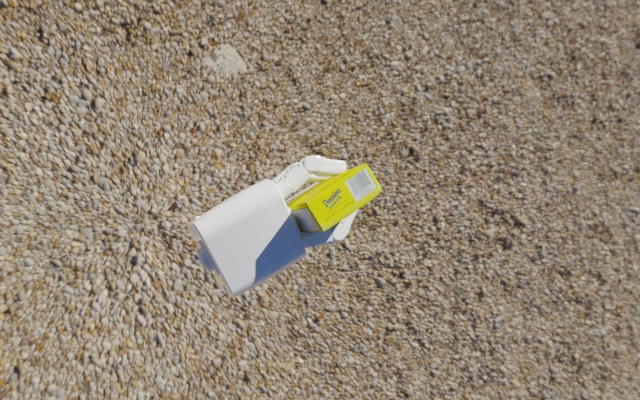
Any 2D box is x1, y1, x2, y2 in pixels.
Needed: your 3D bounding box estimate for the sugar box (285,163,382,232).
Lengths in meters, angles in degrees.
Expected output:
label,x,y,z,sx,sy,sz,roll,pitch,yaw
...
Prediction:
label,x,y,z,sx,sy,sz,roll,pitch,yaw
sugar box,0.000,0.002,0.630,0.093,0.048,0.176,-33,9,-19
